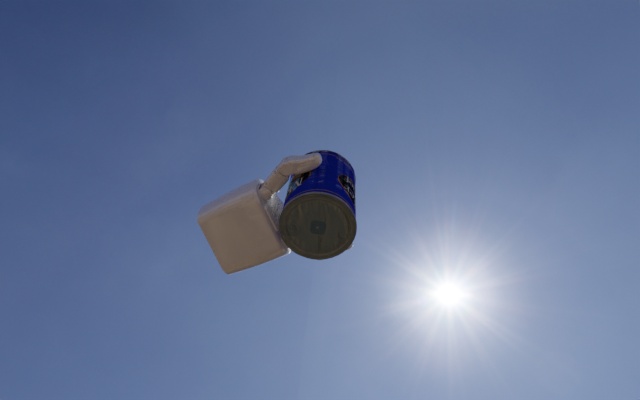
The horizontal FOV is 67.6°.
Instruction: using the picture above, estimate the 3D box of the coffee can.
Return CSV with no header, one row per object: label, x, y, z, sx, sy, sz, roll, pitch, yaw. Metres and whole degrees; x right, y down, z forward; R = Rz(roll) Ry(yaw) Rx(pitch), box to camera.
coffee can,0.000,0.002,0.683,0.103,0.103,0.140,0,29,4
